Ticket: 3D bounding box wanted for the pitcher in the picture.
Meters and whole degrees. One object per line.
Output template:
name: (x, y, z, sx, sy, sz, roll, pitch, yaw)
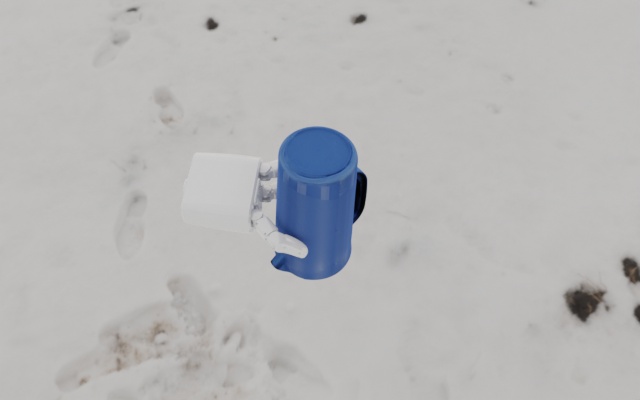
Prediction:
pitcher: (0.000, 0.002, 0.733, 0.145, 0.149, 0.243, 8, -38, 3)
